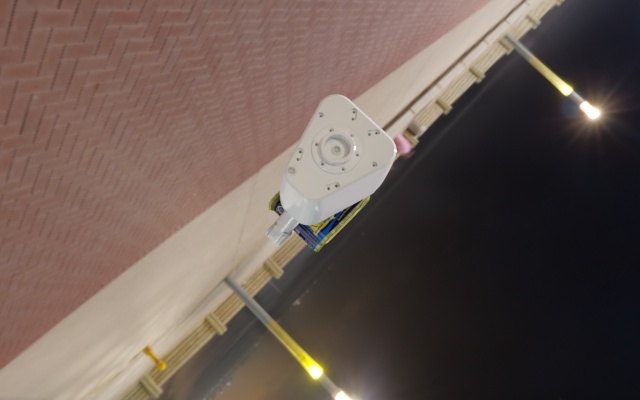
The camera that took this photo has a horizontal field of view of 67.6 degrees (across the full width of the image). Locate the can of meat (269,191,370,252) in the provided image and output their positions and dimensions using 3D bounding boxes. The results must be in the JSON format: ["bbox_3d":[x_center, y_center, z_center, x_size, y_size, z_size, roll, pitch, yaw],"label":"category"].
[{"bbox_3d":[0.000,0.002,0.601,0.102,0.084,0.057,-44,-6,-15],"label":"can of meat"}]
